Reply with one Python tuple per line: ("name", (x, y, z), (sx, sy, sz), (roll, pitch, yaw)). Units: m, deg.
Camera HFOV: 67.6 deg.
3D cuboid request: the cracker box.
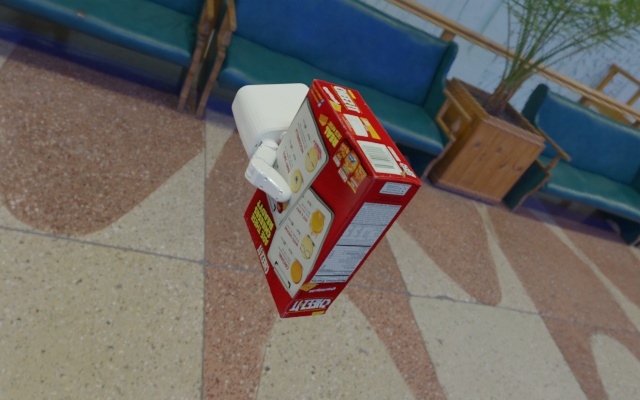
("cracker box", (0.000, 0.002, 0.538), (0.072, 0.214, 0.164), (6, 41, -34))
